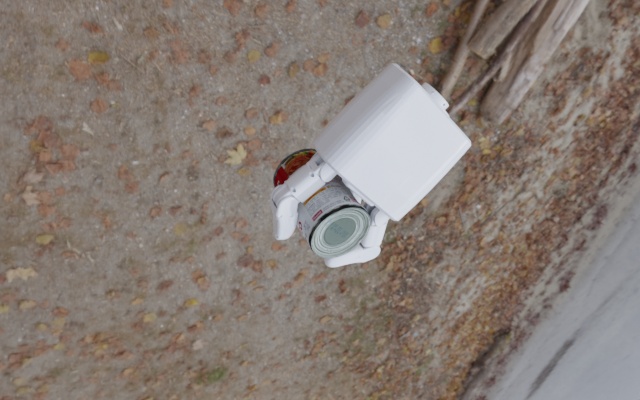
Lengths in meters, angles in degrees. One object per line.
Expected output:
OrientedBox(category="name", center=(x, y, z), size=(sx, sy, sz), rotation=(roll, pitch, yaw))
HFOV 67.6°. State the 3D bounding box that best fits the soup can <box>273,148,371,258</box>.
OrientedBox(category="soup can", center=(0.000, 0.002, 0.495), size=(0.068, 0.068, 0.102), rotation=(0, 37, -31))
